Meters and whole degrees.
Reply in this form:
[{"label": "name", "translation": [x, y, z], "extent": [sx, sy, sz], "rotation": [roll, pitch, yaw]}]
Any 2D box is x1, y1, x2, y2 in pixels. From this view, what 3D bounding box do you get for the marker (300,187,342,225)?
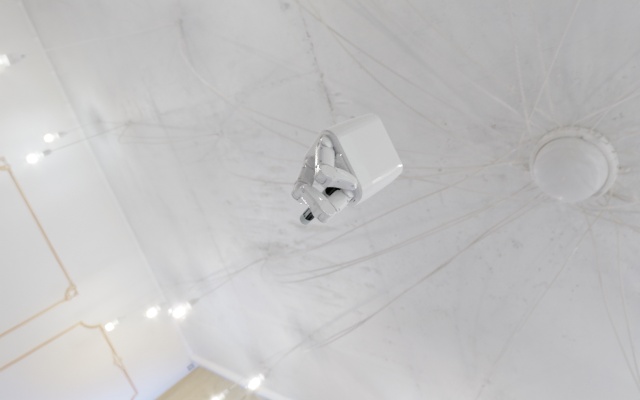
[{"label": "marker", "translation": [0.000, 0.002, 0.717], "extent": [0.020, 0.020, 0.121], "rotation": [0, -28, -28]}]
